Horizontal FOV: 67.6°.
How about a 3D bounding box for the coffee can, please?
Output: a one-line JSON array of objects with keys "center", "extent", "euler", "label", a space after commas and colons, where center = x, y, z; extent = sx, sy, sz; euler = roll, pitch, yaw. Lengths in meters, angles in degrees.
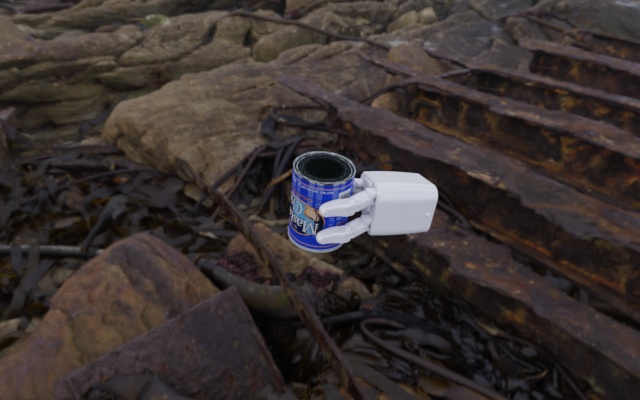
[{"center": [0.000, 0.003, 0.806], "extent": [0.103, 0.140, 0.102], "euler": [4, 35, -3], "label": "coffee can"}]
